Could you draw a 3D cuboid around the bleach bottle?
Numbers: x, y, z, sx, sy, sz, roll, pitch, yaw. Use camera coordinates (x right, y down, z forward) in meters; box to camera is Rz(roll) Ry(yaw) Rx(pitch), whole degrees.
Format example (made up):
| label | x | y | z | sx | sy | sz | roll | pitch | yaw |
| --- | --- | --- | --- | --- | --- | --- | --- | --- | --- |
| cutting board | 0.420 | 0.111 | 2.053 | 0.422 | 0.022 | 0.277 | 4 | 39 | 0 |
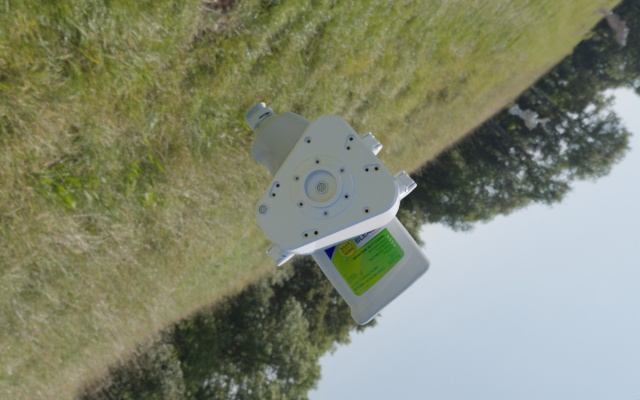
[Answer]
| label | x | y | z | sx | sy | sz | roll | pitch | yaw |
| --- | --- | --- | --- | --- | --- | --- | --- | --- | --- |
| bleach bottle | 0.000 | 0.002 | 0.510 | 0.102 | 0.251 | 0.068 | -40 | -9 | 1 |
